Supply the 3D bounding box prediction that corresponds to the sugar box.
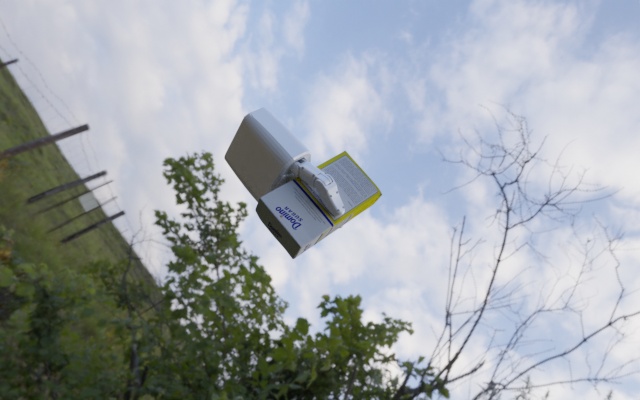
[{"bbox_3d":[0.000,0.002,0.703,0.176,0.093,0.048,-32,-16,-33],"label":"sugar box"}]
